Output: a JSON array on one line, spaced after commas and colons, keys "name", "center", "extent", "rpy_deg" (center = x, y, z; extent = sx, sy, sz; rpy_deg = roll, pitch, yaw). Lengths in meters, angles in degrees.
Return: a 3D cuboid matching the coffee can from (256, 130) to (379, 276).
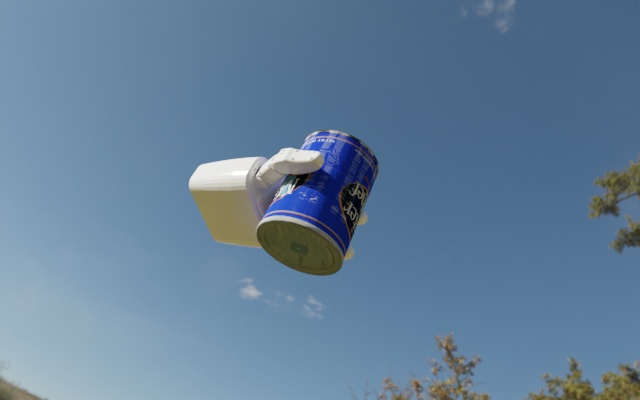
[{"name": "coffee can", "center": [0.000, 0.002, 0.561], "extent": [0.103, 0.140, 0.103], "rpy_deg": [17, -35, 12]}]
